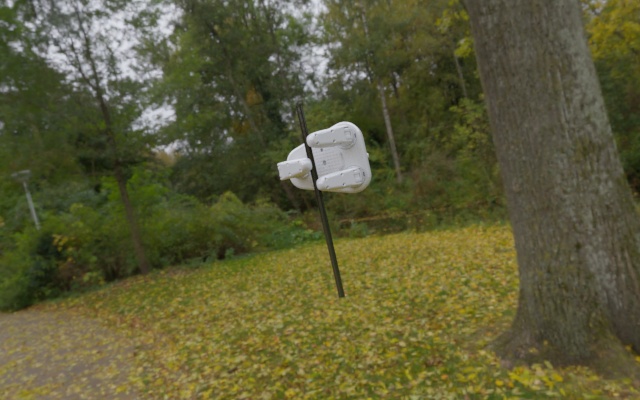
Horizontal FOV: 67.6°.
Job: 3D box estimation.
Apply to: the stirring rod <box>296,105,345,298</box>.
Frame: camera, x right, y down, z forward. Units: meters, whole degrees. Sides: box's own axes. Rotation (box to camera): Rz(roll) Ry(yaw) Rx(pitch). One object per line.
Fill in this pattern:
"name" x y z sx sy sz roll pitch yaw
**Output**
"stirring rod" 0.000 0.002 0.586 0.011 0.239 0.011 -13 2 1
